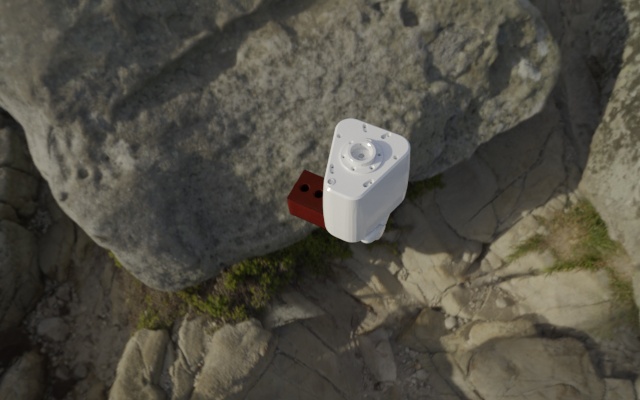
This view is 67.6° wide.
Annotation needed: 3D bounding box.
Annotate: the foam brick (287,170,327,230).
[{"bbox_3d":[0.000,0.002,0.663,0.078,0.053,0.051,23,-24,16],"label":"foam brick"}]
